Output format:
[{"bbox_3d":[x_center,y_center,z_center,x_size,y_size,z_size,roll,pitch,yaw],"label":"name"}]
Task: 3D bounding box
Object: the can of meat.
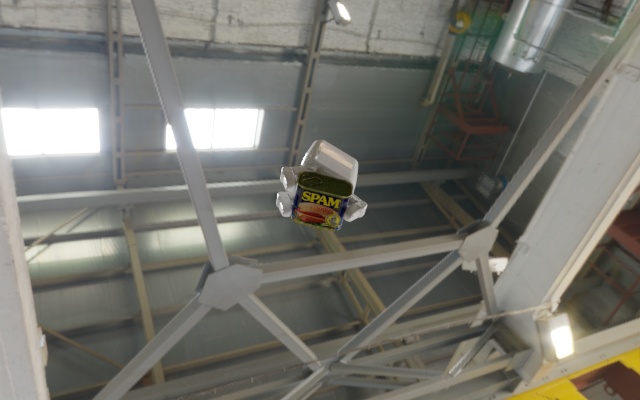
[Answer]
[{"bbox_3d":[0.000,0.003,0.877,0.102,0.084,0.057,14,33,-1],"label":"can of meat"}]
